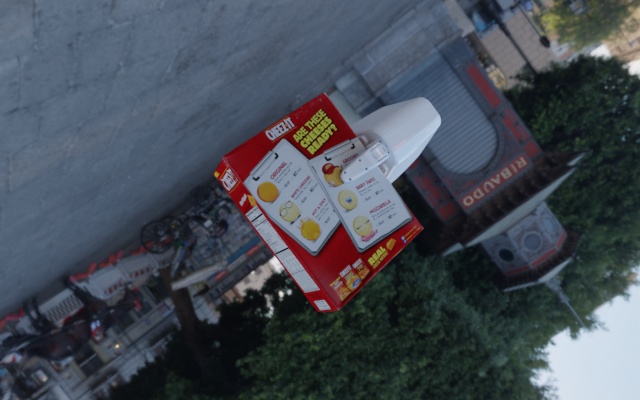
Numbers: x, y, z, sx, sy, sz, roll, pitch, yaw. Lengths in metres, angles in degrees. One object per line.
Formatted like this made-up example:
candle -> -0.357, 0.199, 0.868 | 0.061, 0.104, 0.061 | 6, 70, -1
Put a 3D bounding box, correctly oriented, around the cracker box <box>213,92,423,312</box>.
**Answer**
cracker box -> 0.000, 0.002, 0.585 | 0.164, 0.214, 0.072 | -38, 3, -29
